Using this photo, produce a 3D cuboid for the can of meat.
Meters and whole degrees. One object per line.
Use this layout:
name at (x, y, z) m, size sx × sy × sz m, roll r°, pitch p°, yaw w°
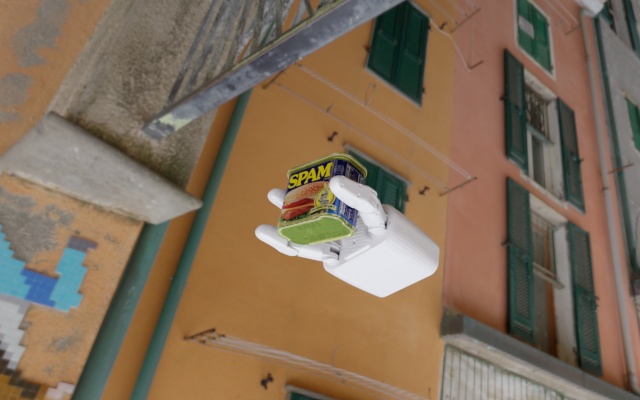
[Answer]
can of meat at (0.000, 0.002, 0.565) m, size 0.102 × 0.084 × 0.057 m, roll -16°, pitch -39°, yaw 39°
